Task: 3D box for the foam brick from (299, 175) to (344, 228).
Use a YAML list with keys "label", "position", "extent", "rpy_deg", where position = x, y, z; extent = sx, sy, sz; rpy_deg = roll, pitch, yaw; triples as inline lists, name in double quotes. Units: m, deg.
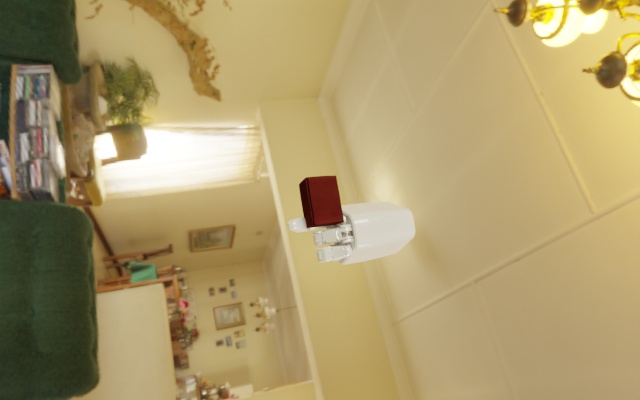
- label: "foam brick"
  position: [0.000, 0.002, 0.770]
  extent: [0.051, 0.078, 0.053]
  rpy_deg: [-8, -6, -17]
